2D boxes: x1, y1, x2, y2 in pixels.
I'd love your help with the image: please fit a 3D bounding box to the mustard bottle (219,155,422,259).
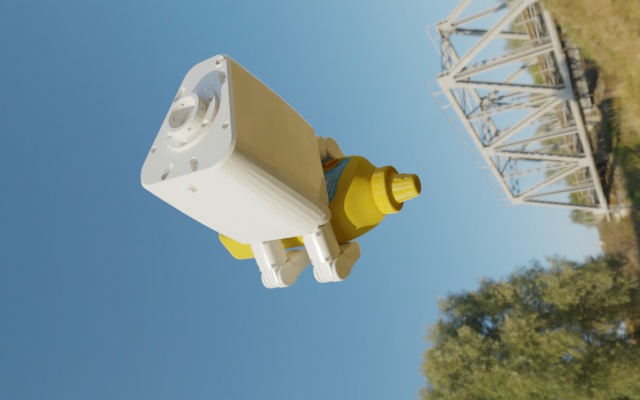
[{"bbox_3d":[0.000,0.002,0.444,0.191,0.058,0.096,-11,35,32],"label":"mustard bottle"}]
